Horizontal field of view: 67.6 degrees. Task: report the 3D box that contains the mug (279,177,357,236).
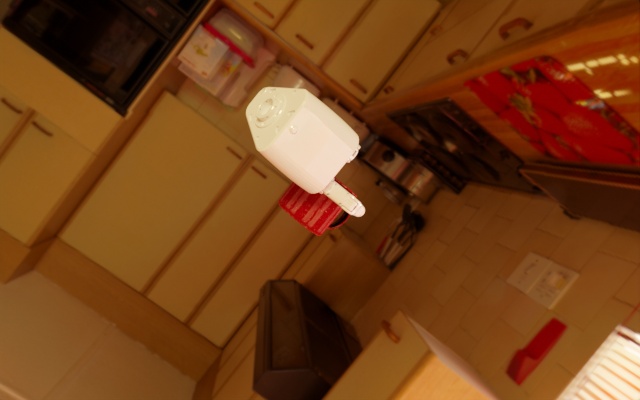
[{"bbox_3d":[0.001,0.003,0.709,0.117,0.081,0.093,37,2,-40],"label":"mug"}]
